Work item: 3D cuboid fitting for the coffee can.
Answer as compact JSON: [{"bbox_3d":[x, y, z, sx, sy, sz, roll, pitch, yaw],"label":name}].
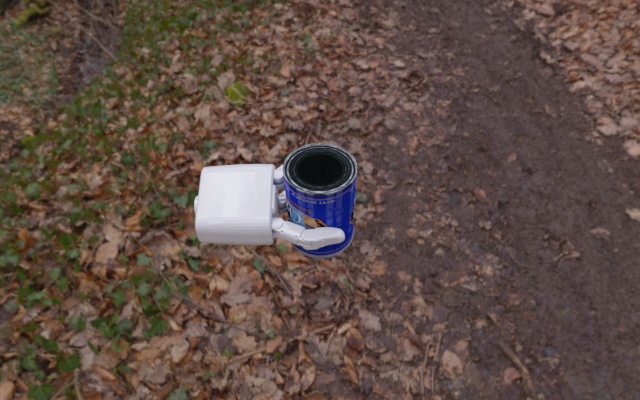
[{"bbox_3d":[0.000,0.002,0.699,0.103,0.102,0.140,0,-43,1],"label":"coffee can"}]
